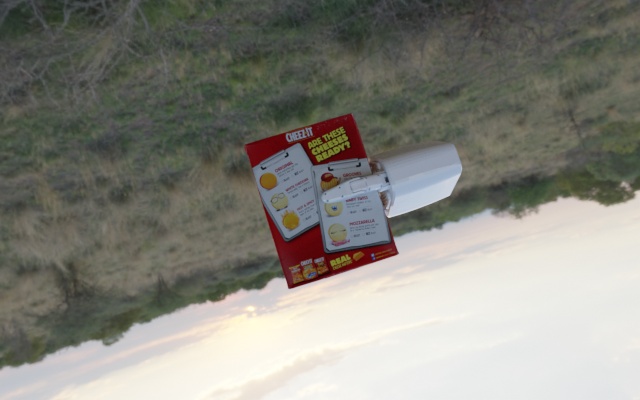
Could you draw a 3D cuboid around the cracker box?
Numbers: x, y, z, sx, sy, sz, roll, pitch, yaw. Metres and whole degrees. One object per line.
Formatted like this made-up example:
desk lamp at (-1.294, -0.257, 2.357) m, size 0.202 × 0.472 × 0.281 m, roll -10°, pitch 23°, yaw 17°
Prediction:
cracker box at (0.000, 0.002, 0.696) m, size 0.164 × 0.213 × 0.072 m, roll -17°, pitch -6°, yaw -6°
